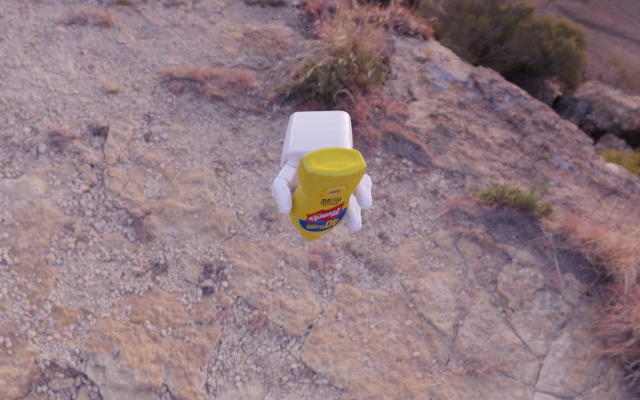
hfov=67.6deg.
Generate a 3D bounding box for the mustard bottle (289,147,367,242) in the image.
[{"bbox_3d":[0.000,0.003,0.742,0.096,0.058,0.192,-9,-36,-23],"label":"mustard bottle"}]
